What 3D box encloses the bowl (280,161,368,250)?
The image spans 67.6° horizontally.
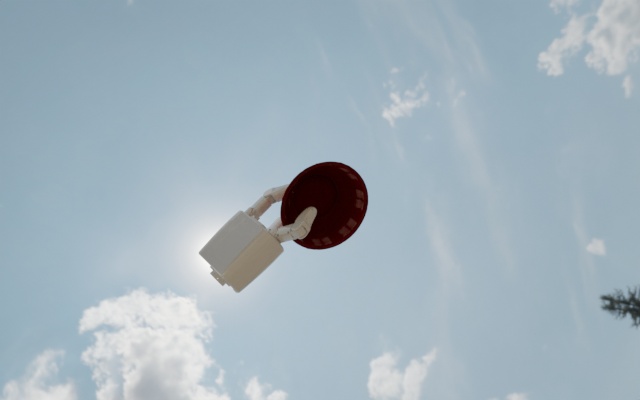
[{"bbox_3d":[0.001,0.002,0.836,0.162,0.162,0.055,0,20,-22],"label":"bowl"}]
